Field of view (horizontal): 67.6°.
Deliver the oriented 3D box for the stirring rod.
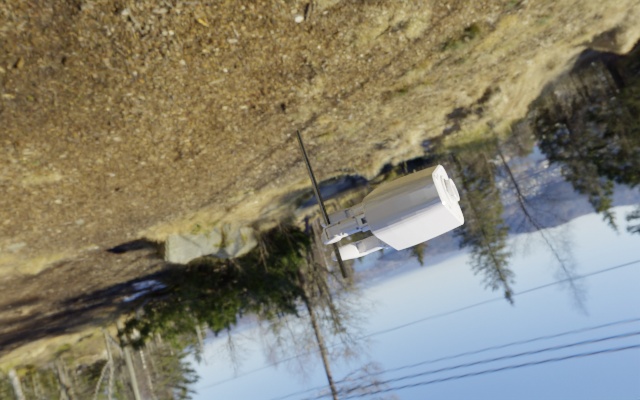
[{"bbox_3d":[0.000,0.002,0.728,0.011,0.239,0.011,-17,-12,-4],"label":"stirring rod"}]
